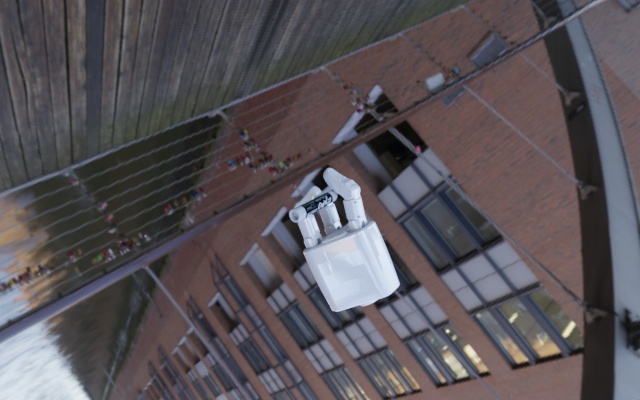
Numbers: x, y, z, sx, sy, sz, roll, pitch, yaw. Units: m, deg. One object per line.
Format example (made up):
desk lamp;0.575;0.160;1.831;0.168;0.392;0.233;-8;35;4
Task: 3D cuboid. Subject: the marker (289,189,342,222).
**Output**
marker;0.000;0.002;0.682;0.020;0.020;0.121;0;18;38
